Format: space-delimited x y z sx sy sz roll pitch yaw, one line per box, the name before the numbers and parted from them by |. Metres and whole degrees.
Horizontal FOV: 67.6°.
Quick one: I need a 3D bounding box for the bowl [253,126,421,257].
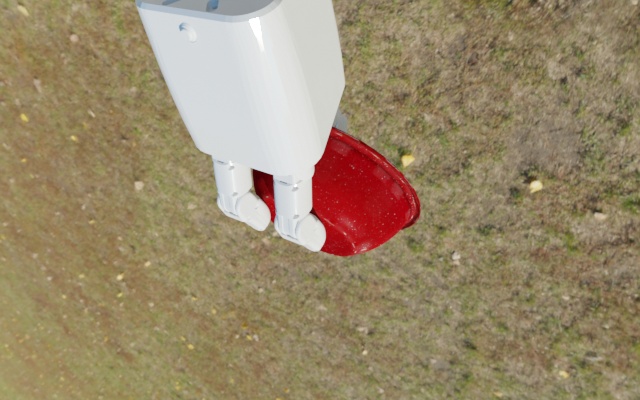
bowl | 0.000 0.002 0.410 0.162 0.055 0.162 25 -21 10
